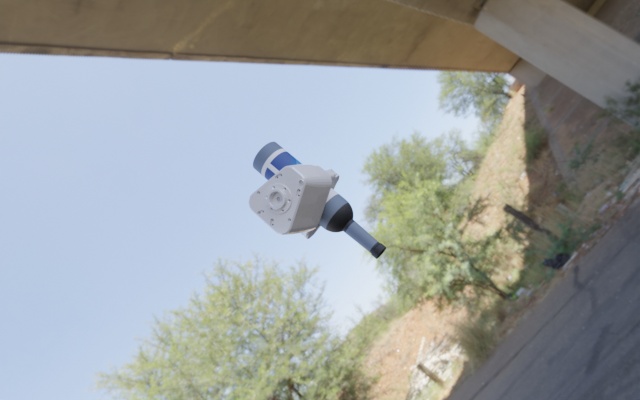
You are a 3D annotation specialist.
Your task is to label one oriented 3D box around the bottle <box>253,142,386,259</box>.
[{"bbox_3d":[0.000,0.003,0.887,0.295,0.069,0.069,40,13,16],"label":"bottle"}]
